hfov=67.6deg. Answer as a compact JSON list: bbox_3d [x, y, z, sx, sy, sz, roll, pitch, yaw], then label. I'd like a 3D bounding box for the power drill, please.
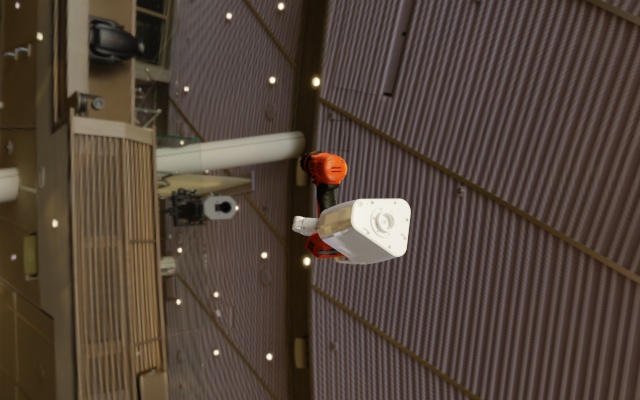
[{"bbox_3d":[0.000,0.003,0.884,0.057,0.188,0.184,-5,9,-14],"label":"power drill"}]
